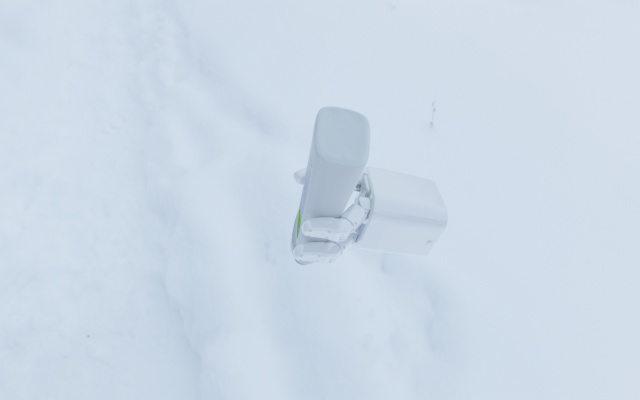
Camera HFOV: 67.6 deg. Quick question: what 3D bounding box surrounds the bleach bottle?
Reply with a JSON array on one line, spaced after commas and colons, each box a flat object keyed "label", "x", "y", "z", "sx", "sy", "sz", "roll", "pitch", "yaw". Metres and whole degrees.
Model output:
[{"label": "bleach bottle", "x": 0.000, "y": 0.002, "z": 0.643, "sx": 0.068, "sy": 0.102, "sz": 0.251, "roll": 11, "pitch": -41, "yaw": -6}]
